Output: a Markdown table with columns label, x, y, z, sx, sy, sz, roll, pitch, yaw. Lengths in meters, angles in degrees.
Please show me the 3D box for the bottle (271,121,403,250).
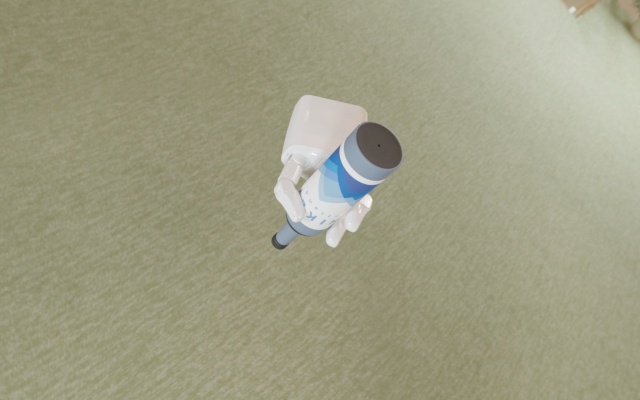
| label | x | y | z | sx | sy | sz | roll | pitch | yaw |
| --- | --- | --- | --- | --- | --- | --- | --- | --- | --- |
| bottle | 0.000 | 0.002 | 0.654 | 0.069 | 0.069 | 0.296 | 0 | -26 | -30 |
